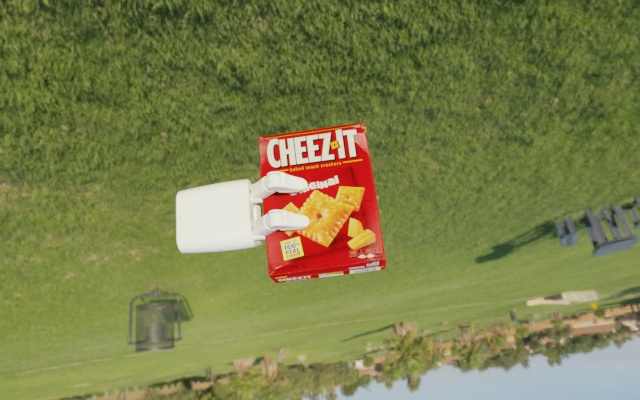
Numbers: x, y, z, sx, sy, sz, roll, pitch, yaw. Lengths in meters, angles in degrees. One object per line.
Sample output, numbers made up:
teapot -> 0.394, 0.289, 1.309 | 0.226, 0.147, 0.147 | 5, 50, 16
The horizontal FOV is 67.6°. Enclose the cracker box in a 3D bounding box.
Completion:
cracker box -> 0.000, 0.003, 0.700 | 0.164, 0.213, 0.072 | -7, -19, 2
